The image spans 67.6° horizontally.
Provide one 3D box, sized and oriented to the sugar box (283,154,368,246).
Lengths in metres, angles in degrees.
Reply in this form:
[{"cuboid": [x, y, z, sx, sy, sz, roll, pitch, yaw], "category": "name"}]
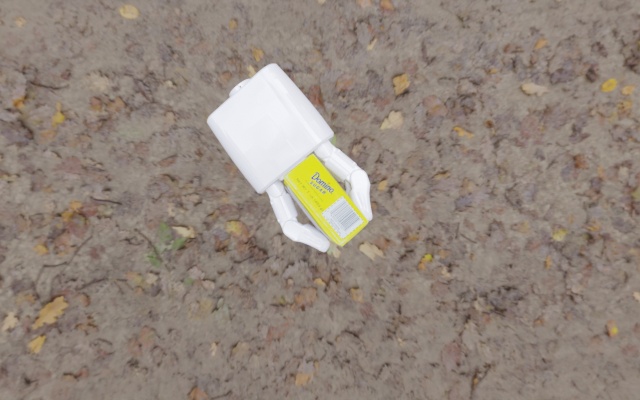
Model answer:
[{"cuboid": [0.000, 0.001, 0.563, 0.048, 0.093, 0.176, -39, 2, -2], "category": "sugar box"}]
